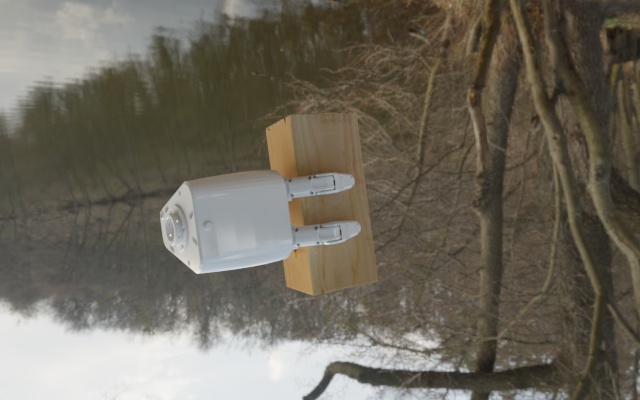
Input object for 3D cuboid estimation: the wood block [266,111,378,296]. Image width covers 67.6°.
[{"bbox_3d":[0.000,0.002,0.593,0.090,0.206,0.091,-8,1,-26],"label":"wood block"}]
